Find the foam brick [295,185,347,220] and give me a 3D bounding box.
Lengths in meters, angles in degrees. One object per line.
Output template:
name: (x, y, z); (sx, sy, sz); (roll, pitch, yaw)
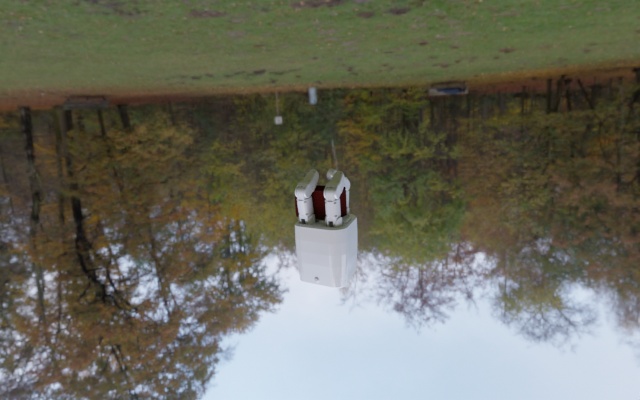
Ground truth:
foam brick: (0.000, 0.003, 0.842); (0.078, 0.051, 0.053); (5, 13, 34)
